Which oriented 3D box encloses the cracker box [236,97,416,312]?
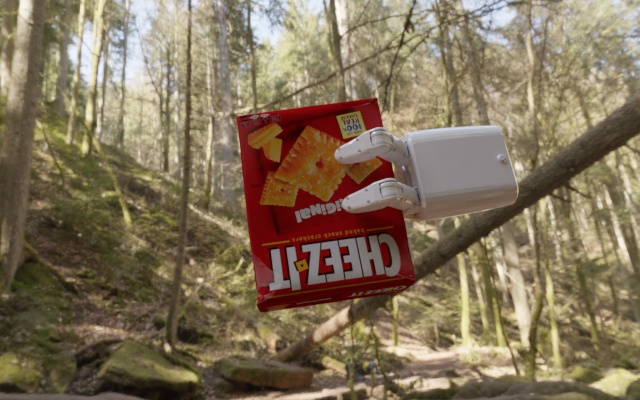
[{"bbox_3d":[0.000,0.002,0.527,0.164,0.213,0.072,-8,-18,-5],"label":"cracker box"}]
